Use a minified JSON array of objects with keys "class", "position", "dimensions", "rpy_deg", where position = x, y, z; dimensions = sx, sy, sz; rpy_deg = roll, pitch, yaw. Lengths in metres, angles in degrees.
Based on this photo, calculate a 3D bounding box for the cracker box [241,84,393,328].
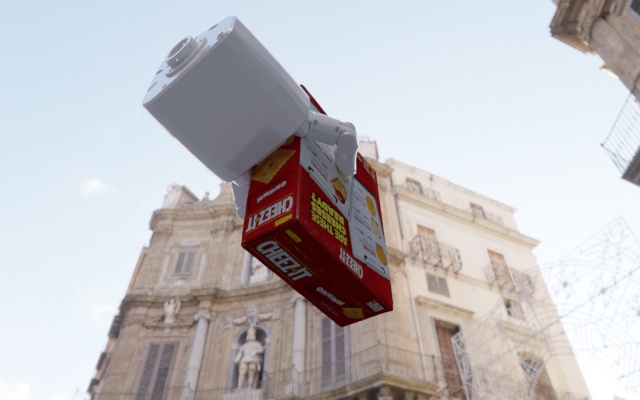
[{"class":"cracker box","position":[0.000,0.001,0.514],"dimensions":[0.072,0.213,0.164],"rpy_deg":[-27,-52,24]}]
